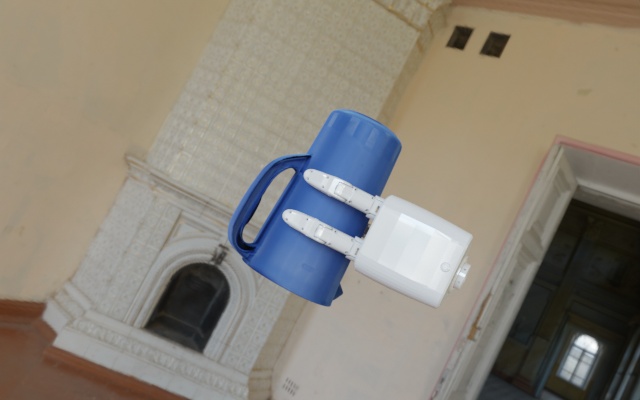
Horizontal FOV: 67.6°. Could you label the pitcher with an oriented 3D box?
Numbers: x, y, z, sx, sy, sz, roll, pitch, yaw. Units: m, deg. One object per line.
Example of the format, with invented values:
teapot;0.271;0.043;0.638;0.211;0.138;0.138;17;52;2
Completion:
pitcher;0.000;0.002;0.631;0.145;0.243;0.149;26;-4;21
